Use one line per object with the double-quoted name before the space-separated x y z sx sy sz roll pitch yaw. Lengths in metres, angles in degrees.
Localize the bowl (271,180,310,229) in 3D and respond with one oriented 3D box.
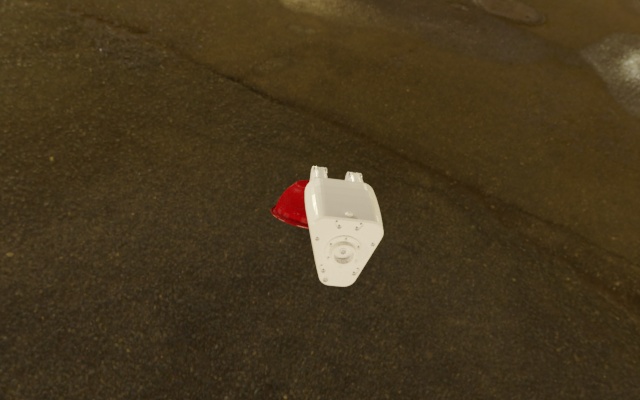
"bowl" 0.000 0.002 0.804 0.162 0.055 0.162 8 13 -2
